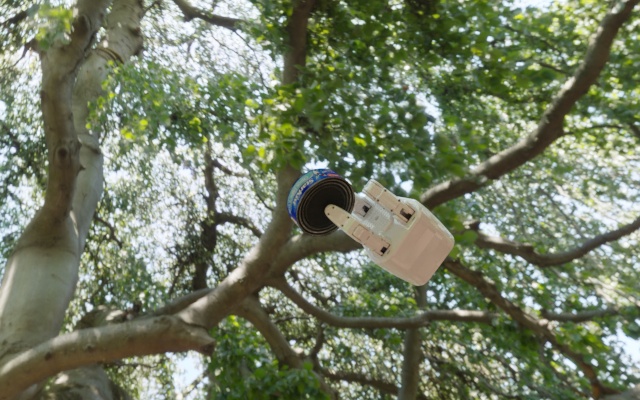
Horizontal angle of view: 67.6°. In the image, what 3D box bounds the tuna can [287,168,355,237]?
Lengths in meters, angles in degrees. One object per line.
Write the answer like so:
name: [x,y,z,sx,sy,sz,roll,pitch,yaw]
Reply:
tuna can: [0.000,0.002,0.616,0.086,0.086,0.033,0,27,-34]
